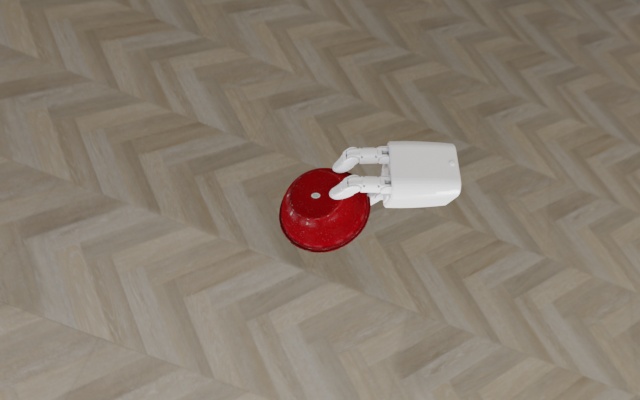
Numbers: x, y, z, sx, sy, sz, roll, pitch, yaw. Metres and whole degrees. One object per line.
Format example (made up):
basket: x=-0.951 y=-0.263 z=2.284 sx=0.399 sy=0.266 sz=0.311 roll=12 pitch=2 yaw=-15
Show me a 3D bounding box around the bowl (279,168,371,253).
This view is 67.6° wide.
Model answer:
bowl: x=-0.001 y=0.003 z=0.795 sx=0.162 sy=0.162 sz=0.055 roll=0 pitch=-28 yaw=16
